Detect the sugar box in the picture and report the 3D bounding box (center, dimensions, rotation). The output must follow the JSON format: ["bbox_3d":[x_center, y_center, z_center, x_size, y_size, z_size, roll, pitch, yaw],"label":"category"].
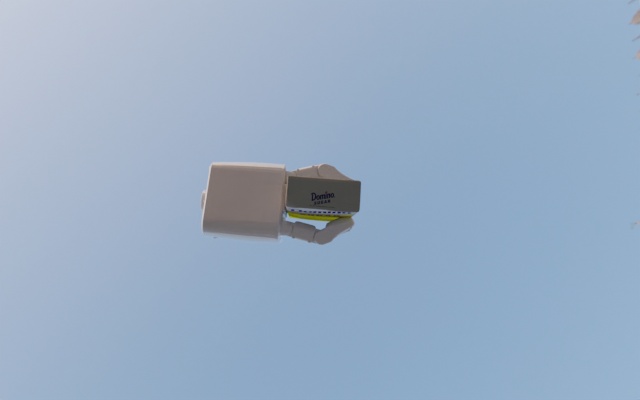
[{"bbox_3d":[0.000,0.003,0.664,0.093,0.048,0.176,4,-4,-1],"label":"sugar box"}]
